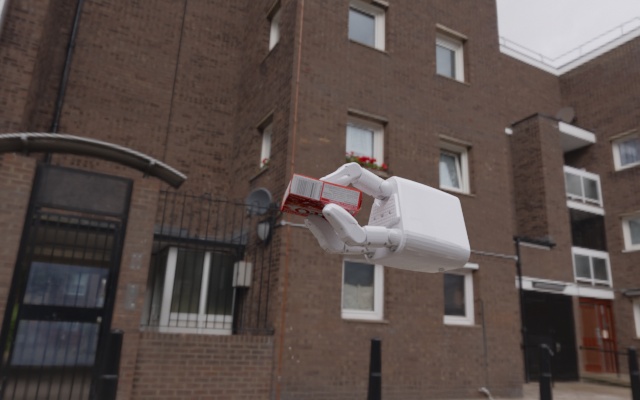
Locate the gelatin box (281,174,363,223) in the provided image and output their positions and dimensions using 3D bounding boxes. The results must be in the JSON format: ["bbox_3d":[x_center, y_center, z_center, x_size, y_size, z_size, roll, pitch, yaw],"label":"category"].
[{"bbox_3d":[0.000,0.001,0.596,0.089,0.030,0.073,14,-20,-8],"label":"gelatin box"}]
